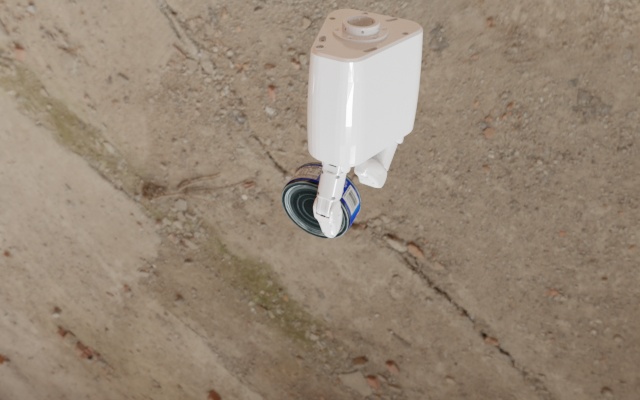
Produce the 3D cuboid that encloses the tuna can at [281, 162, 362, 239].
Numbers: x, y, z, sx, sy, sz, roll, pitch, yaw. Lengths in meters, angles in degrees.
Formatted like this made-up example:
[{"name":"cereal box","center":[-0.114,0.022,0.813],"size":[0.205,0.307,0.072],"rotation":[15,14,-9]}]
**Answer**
[{"name":"tuna can","center":[0.000,0.002,0.531],"size":[0.086,0.086,0.033],"rotation":[0,40,34]}]
